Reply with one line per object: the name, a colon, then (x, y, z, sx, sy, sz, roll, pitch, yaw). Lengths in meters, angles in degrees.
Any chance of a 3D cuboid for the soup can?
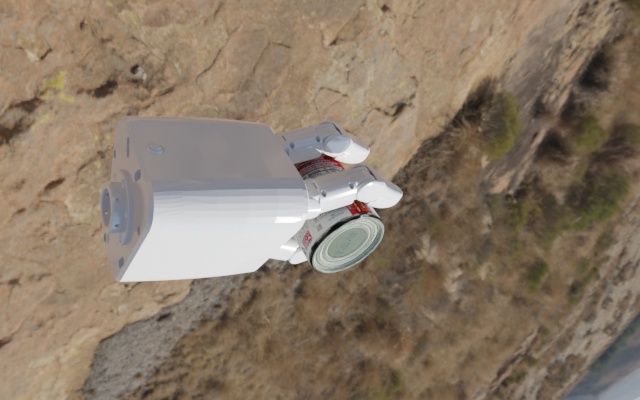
soup can: (0.001, 0.002, 0.404, 0.068, 0.068, 0.102, 0, 43, -38)
